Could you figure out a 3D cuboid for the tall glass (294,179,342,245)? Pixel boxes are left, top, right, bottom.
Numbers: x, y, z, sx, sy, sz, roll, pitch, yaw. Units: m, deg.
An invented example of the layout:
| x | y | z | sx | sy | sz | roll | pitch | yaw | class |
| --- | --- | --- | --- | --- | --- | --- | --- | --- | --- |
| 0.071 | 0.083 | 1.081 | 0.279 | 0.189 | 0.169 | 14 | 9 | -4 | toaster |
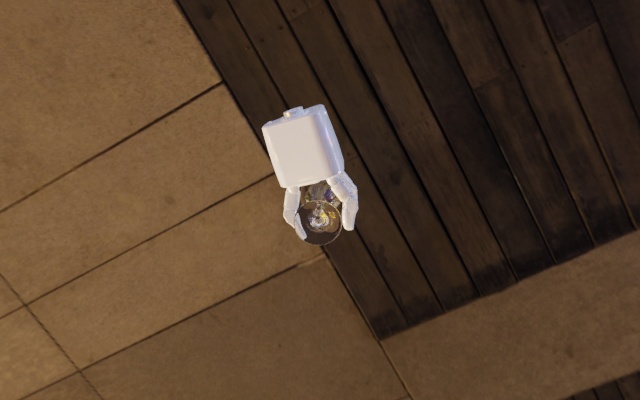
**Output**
| x | y | z | sx | sy | sz | roll | pitch | yaw | class |
| --- | --- | --- | --- | --- | --- | --- | --- | --- | --- |
| 0.000 | 0.003 | 0.825 | 0.079 | 0.079 | 0.201 | 0 | 19 | 3 | tall glass |
